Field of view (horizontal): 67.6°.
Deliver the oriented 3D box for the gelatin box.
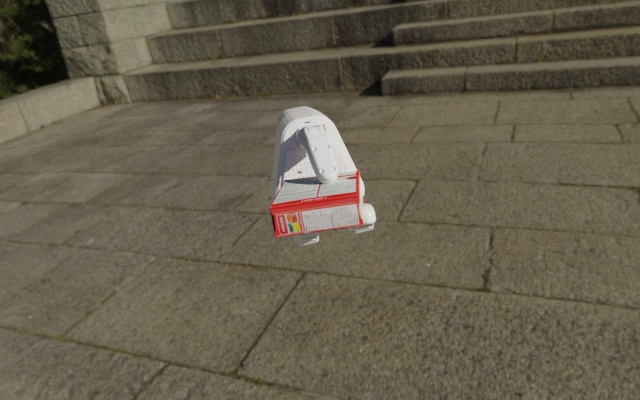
[{"bbox_3d":[0.000,0.001,0.416,0.073,0.030,0.089,-8,15,6],"label":"gelatin box"}]
